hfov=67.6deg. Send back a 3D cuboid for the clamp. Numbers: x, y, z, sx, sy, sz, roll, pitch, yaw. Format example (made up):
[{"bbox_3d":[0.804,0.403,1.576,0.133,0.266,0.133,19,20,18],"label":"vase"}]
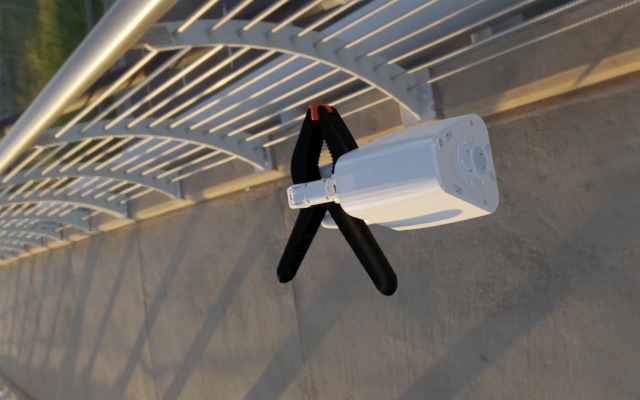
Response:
[{"bbox_3d":[0.000,0.001,0.527,0.164,0.210,0.036,-12,-5,41],"label":"clamp"}]
